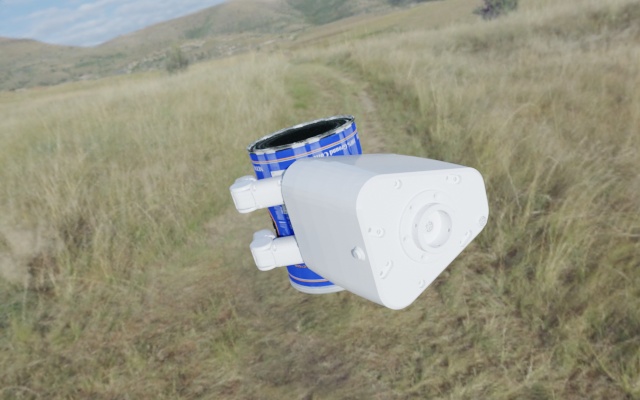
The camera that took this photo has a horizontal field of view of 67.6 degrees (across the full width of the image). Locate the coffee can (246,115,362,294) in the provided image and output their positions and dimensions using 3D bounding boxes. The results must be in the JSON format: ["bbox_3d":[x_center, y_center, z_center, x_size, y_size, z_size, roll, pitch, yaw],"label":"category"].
[{"bbox_3d":[0.000,0.002,0.454,0.103,0.140,0.102,-15,17,5],"label":"coffee can"}]
